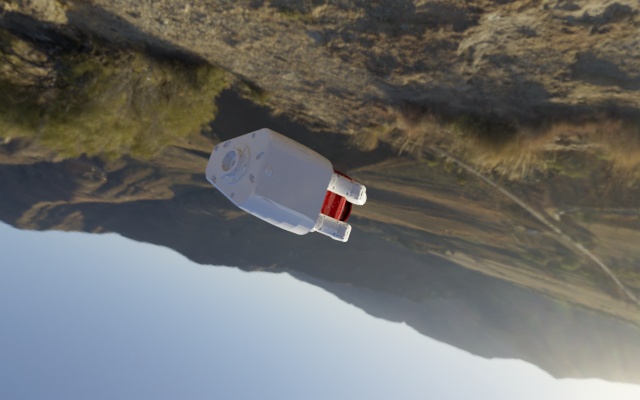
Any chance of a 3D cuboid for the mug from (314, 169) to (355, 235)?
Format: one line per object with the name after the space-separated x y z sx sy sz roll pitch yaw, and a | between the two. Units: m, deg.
0.001 0.003 0.674 0.093 0.081 0.117 13 -9 46 | mug
